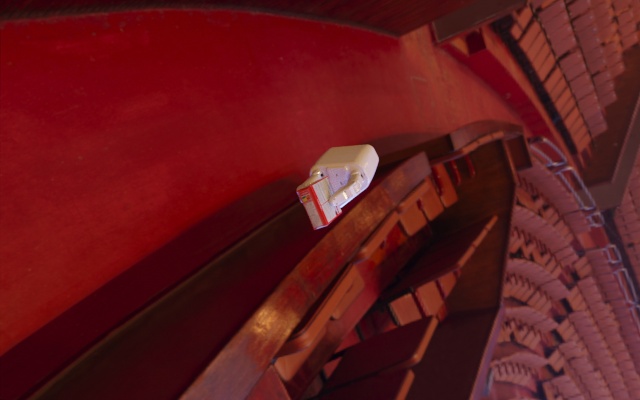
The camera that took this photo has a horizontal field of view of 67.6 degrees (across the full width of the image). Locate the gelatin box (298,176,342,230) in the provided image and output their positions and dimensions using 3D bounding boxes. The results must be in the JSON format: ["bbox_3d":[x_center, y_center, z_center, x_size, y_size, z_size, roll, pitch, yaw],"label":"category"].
[{"bbox_3d":[0.000,0.003,0.833,0.030,0.073,0.089,-20,6,23],"label":"gelatin box"}]
